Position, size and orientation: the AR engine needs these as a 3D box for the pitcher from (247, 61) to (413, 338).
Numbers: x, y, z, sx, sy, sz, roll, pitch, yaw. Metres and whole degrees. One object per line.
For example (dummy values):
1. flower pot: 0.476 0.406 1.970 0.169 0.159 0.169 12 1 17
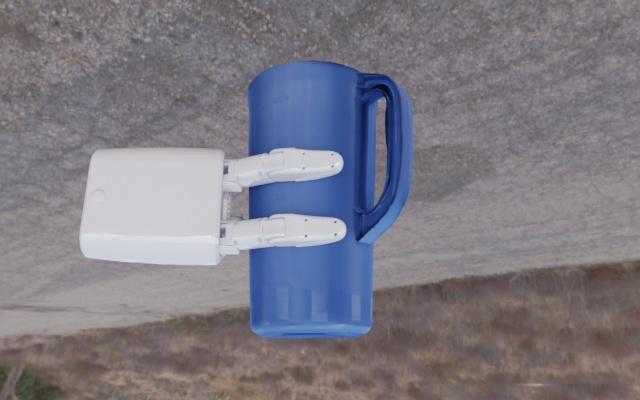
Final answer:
1. pitcher: 0.000 0.001 0.447 0.145 0.242 0.149 2 -17 -8
